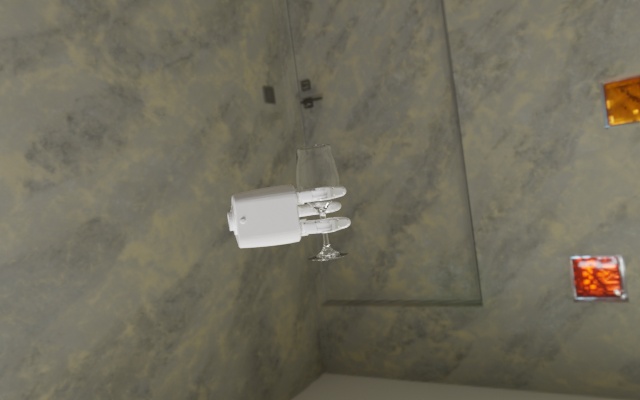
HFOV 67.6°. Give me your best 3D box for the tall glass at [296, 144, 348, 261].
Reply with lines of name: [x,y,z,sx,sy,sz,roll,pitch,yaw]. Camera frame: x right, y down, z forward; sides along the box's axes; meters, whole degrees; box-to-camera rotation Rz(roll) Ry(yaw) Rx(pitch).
tall glass: [0.000,0.003,0.857,0.079,0.201,0.079,-7,1,0]
